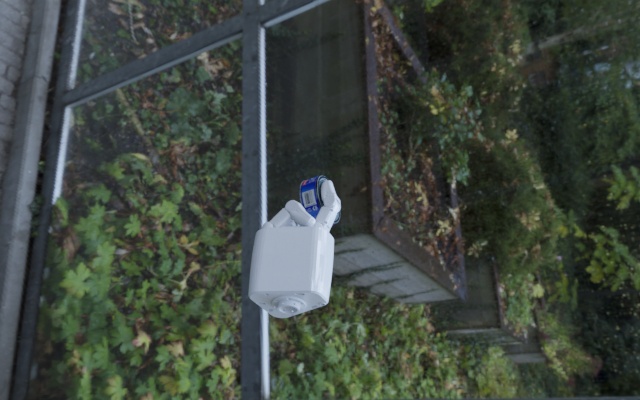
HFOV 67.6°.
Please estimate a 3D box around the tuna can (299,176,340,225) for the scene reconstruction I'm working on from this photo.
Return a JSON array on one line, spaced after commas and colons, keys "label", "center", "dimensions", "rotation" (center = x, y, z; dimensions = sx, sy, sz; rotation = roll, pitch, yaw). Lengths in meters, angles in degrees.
[{"label": "tuna can", "center": [0.001, 0.002, 0.791], "dimensions": [0.034, 0.086, 0.086], "rotation": [-18, -7, 23]}]
